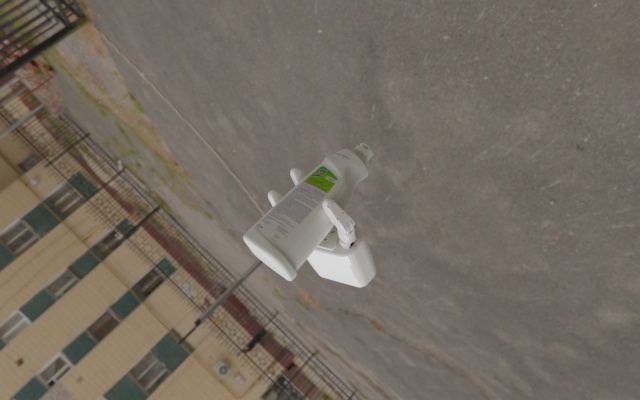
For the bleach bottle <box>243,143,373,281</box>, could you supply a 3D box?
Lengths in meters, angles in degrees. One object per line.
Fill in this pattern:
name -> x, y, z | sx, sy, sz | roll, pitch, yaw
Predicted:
bleach bottle -> 0.000, 0.002, 0.752 | 0.102, 0.250, 0.068 | 30, -24, 37
